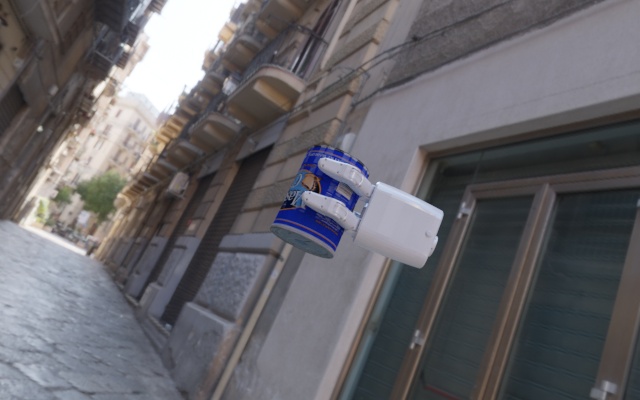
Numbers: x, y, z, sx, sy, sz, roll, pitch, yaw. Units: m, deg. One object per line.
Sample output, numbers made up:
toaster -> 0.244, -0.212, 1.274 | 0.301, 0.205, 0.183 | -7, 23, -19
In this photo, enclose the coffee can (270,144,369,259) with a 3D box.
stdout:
coffee can -> 0.000, 0.002, 0.718 | 0.103, 0.140, 0.103 | 23, -16, 7
